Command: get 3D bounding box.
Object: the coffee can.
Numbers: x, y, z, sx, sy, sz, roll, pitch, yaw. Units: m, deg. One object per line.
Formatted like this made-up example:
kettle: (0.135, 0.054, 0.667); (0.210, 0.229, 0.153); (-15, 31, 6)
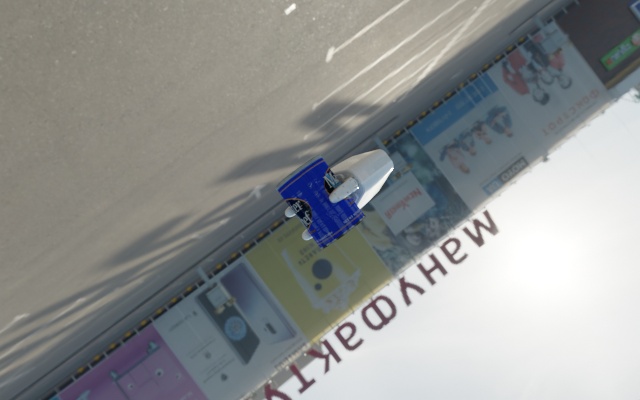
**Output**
coffee can: (0.000, 0.003, 0.868); (0.103, 0.140, 0.103); (-37, 0, 0)
